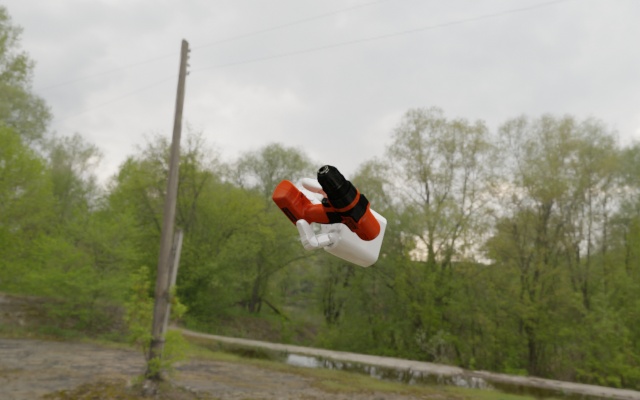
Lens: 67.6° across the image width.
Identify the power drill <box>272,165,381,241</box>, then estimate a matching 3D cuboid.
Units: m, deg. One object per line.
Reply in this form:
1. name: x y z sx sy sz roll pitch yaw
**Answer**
1. power drill: 0.000 0.003 0.876 0.187 0.057 0.184 6 -36 44
